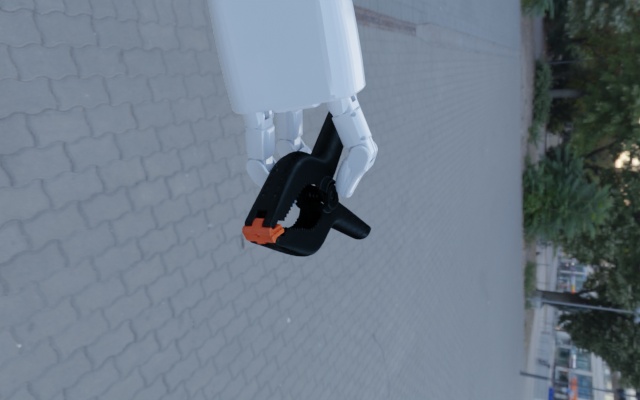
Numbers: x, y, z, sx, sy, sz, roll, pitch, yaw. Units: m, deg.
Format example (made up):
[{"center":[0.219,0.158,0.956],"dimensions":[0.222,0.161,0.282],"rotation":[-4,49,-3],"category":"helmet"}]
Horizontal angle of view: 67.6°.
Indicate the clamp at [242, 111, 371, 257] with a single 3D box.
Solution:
[{"center":[0.001,0.002,0.458],"dimensions":[0.036,0.165,0.210],"rotation":[1,26,28],"category":"clamp"}]
